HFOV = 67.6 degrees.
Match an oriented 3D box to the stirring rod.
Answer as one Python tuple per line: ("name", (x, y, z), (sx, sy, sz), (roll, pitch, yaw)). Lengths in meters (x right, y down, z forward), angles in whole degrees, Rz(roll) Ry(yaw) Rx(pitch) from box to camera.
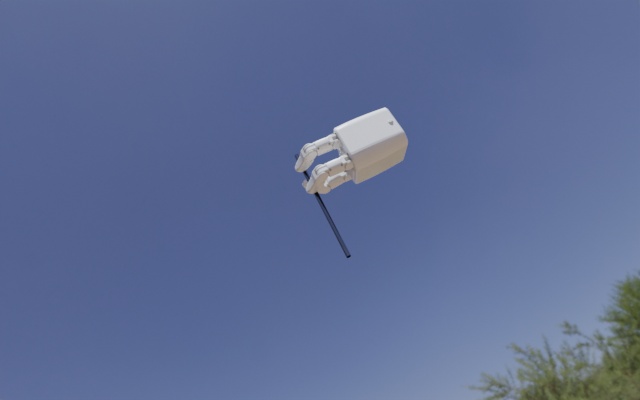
("stirring rod", (0.000, 0.003, 0.849), (0.011, 0.239, 0.011), (-19, -34, -13))
